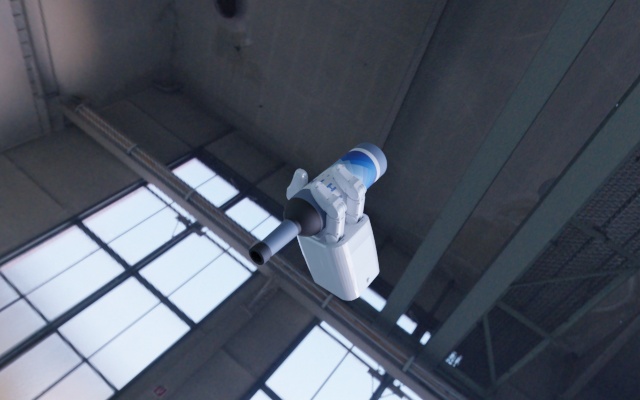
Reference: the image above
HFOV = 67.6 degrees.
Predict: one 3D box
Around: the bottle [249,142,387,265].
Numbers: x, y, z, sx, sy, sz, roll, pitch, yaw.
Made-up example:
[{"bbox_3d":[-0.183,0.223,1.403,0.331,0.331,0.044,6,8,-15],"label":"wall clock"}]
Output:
[{"bbox_3d":[0.000,0.002,0.724,0.069,0.069,0.295,0,29,42],"label":"bottle"}]
